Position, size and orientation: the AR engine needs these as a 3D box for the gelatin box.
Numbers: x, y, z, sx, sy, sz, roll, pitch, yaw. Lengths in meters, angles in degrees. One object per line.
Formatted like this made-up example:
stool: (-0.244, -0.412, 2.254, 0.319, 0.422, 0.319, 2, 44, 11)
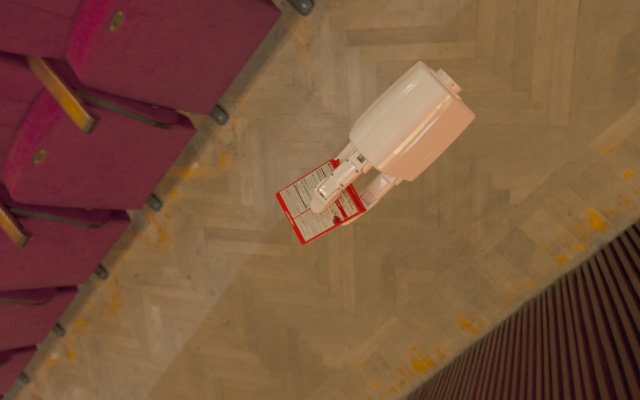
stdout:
gelatin box: (0.000, 0.002, 0.579, 0.089, 0.073, 0.030, -31, -5, 19)
